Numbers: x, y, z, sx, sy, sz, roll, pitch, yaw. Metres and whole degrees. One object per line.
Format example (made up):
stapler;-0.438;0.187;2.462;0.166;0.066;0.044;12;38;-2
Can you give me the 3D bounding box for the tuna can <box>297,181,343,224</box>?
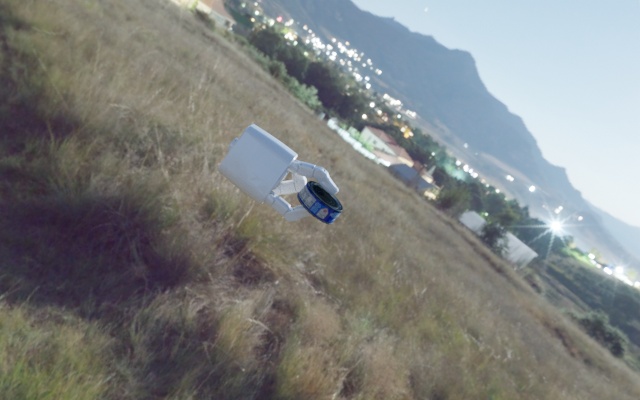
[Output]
tuna can;0.001;0.003;0.887;0.086;0.034;0.086;37;17;-13
